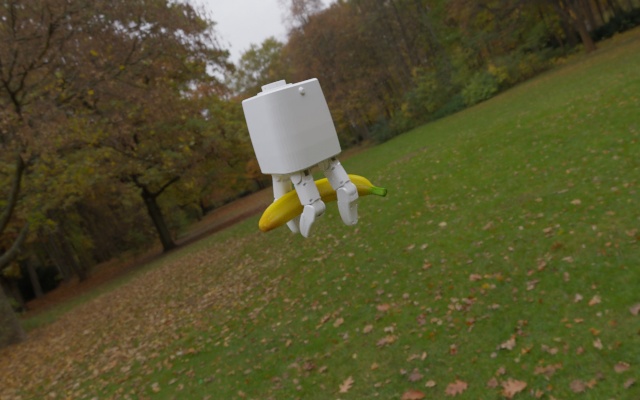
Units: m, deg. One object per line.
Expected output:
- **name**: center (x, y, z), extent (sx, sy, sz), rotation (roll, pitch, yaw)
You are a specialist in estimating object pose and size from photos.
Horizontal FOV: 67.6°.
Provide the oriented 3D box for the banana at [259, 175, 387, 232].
- **banana**: center (-0.005, -0.003, 0.689), extent (0.198, 0.037, 0.069), rotation (-18, 22, -20)
